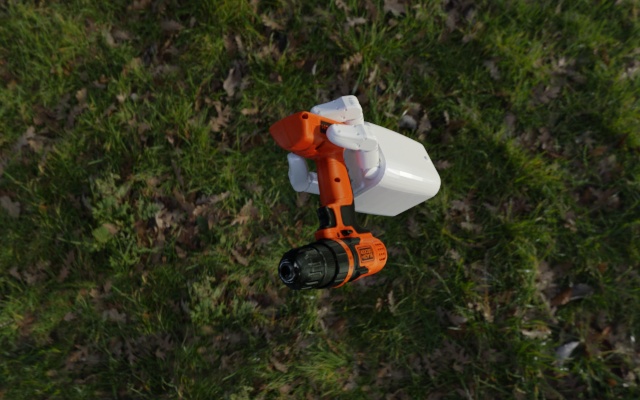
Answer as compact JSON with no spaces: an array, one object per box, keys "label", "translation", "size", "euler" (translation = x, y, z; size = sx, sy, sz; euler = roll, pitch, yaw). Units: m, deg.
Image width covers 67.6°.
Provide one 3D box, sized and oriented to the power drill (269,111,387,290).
[{"label":"power drill","translation":[0.000,0.001,0.524],"size":[0.057,0.187,0.184],"euler":[-18,-10,29]}]
